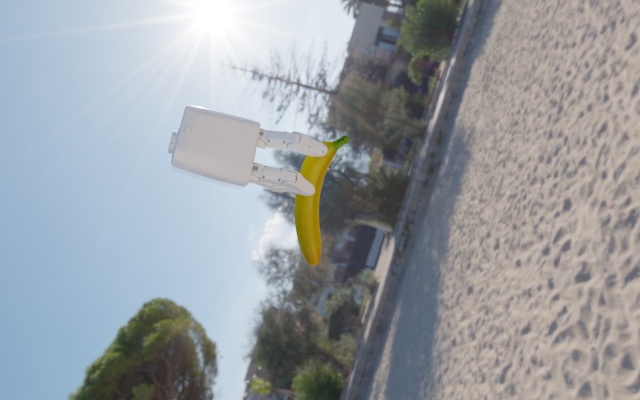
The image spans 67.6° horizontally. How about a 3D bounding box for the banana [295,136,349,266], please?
[{"bbox_3d":[-0.010,-0.004,0.719,0.037,0.198,0.069,9,5,-38],"label":"banana"}]
